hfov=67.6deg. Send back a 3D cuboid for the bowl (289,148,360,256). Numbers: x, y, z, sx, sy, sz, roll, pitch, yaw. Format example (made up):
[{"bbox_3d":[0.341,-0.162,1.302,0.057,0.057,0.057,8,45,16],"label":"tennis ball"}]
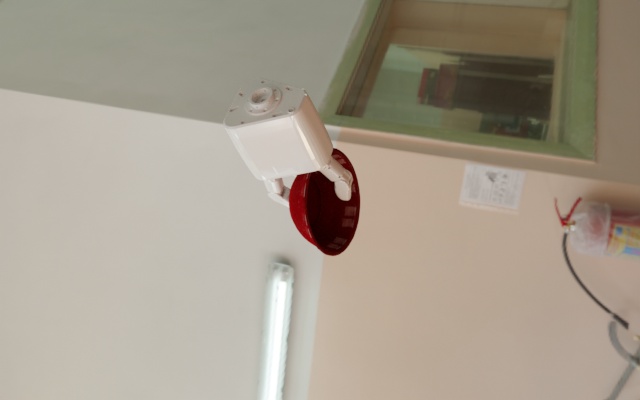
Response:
[{"bbox_3d":[0.000,0.003,0.728,0.055,0.162,0.162,-1,-1,33],"label":"bowl"}]
